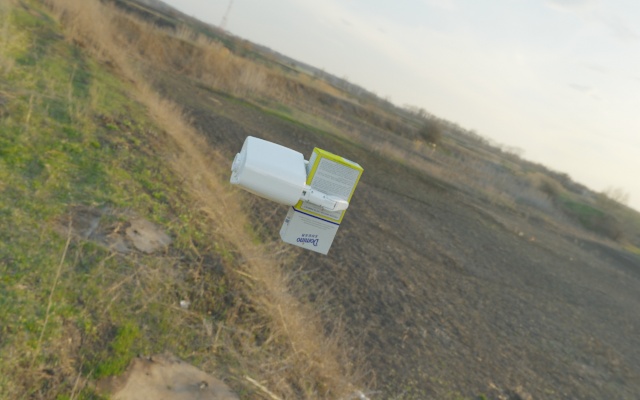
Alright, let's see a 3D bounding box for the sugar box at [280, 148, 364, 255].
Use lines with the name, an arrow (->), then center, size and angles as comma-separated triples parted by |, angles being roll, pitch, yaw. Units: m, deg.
sugar box -> 0.000, 0.003, 0.871 | 0.093, 0.176, 0.048 | 20, 14, -19
